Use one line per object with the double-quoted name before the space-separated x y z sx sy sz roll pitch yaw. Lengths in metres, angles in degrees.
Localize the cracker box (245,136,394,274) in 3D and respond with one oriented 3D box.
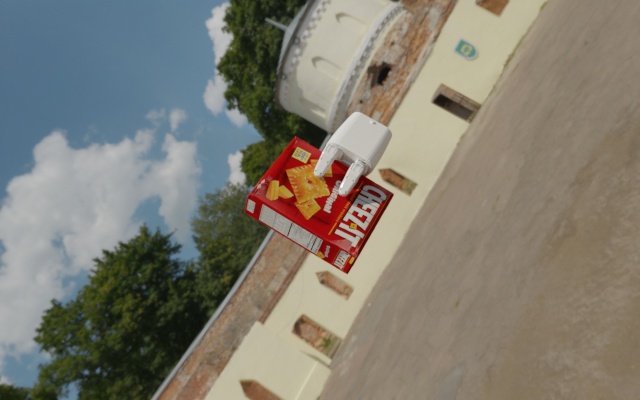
"cracker box" 0.000 0.003 0.849 0.213 0.164 0.072 30 -35 7
